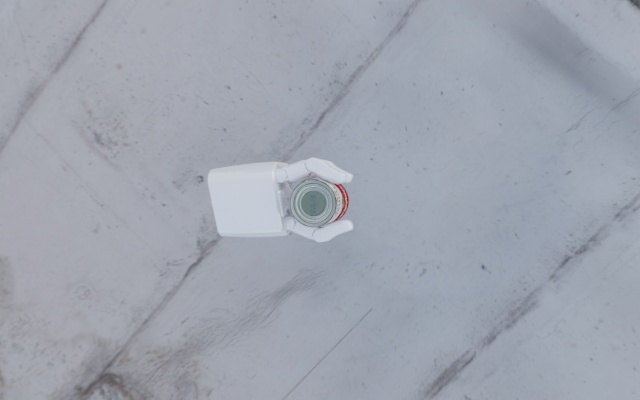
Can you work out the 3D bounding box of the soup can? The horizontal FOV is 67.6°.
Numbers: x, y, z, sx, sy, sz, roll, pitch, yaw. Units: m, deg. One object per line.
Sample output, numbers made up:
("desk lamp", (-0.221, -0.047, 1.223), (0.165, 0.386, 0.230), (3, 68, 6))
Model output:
("soup can", (0.001, 0.002, 0.698), (0.068, 0.068, 0.102), (0, 2, 13))
